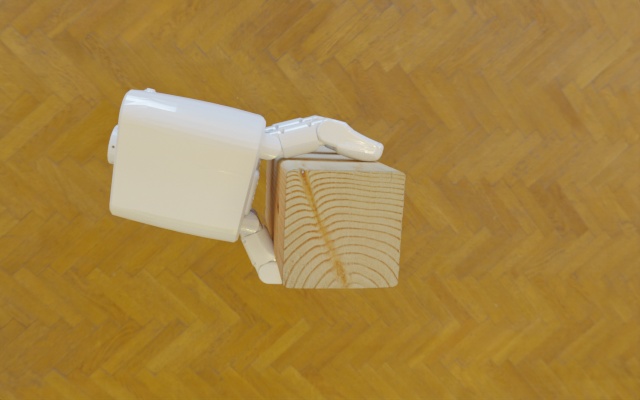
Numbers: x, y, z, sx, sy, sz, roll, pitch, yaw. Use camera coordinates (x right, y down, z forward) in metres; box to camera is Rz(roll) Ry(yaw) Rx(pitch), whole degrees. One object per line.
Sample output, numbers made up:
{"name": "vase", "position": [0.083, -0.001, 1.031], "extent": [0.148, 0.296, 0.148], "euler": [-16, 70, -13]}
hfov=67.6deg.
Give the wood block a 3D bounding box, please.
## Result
{"name": "wood block", "position": [0.000, 0.002, 0.445], "extent": [0.090, 0.091, 0.206], "euler": [1, 12, -10]}
